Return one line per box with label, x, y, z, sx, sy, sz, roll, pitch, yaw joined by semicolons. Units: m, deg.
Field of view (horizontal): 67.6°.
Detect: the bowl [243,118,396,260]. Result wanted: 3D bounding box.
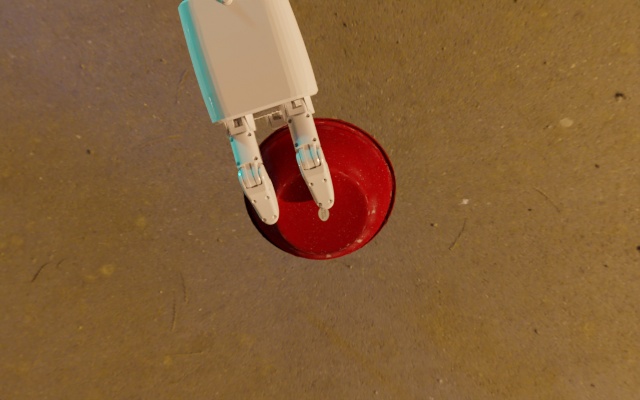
bowl;0.001;0.003;0.482;0.162;0.162;0.055;0;23;-2
